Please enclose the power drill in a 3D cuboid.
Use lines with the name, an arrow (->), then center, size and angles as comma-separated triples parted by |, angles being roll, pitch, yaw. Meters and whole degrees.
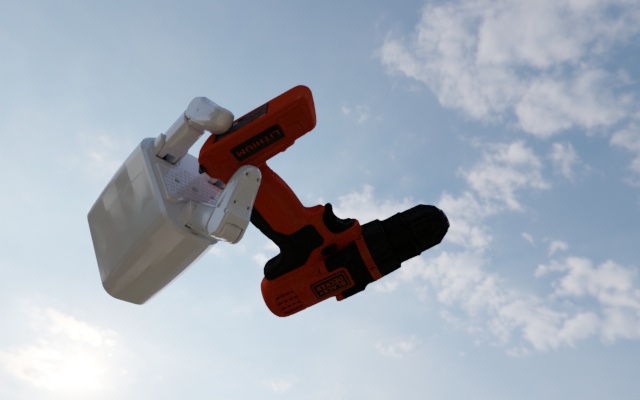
power drill -> 0.000, 0.001, 0.412 | 0.184, 0.188, 0.057 | -27, 23, 6
